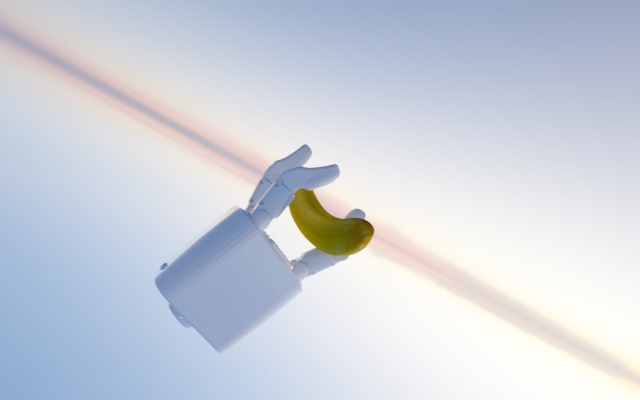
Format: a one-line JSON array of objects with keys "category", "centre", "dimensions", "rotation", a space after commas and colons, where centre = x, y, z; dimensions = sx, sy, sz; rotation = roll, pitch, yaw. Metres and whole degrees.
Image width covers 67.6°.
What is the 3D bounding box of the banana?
[{"category": "banana", "centre": [0.001, 0.017, 0.493], "dimensions": [0.037, 0.070, 0.197], "rotation": [-15, 28, -18]}]
